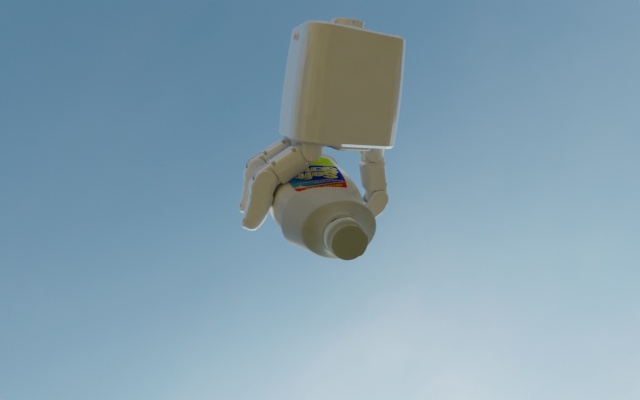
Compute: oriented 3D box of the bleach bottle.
[{"bbox_3d":[0.000,0.002,0.472,0.102,0.068,0.250,2,14,-15],"label":"bleach bottle"}]
